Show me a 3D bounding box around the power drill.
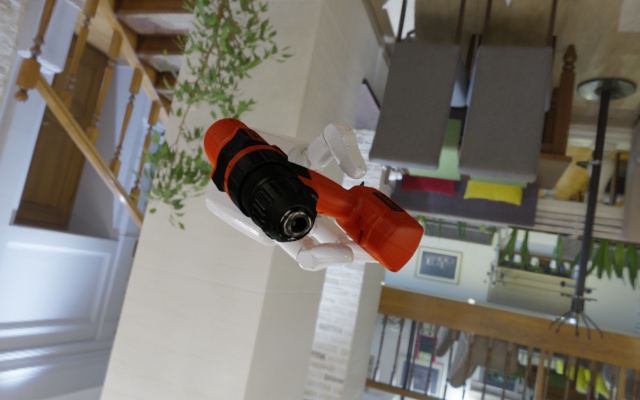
[{"bbox_3d":[0.000,0.001,0.407,0.188,0.057,0.184,26,12,-34],"label":"power drill"}]
